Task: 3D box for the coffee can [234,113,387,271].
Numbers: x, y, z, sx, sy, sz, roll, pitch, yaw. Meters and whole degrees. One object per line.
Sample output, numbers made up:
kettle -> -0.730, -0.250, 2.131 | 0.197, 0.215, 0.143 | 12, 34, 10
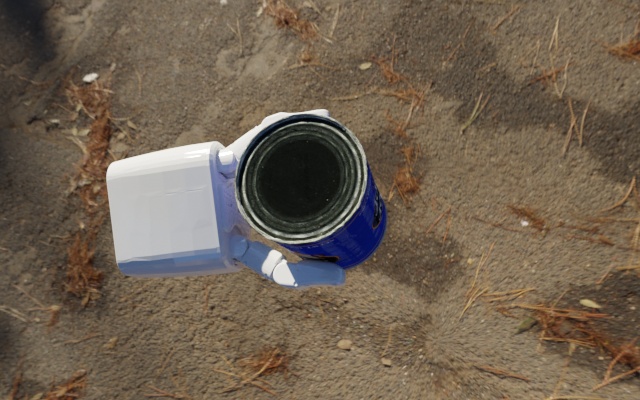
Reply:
coffee can -> 0.000, 0.001, 0.415 | 0.103, 0.102, 0.140 | 0, -16, 14
